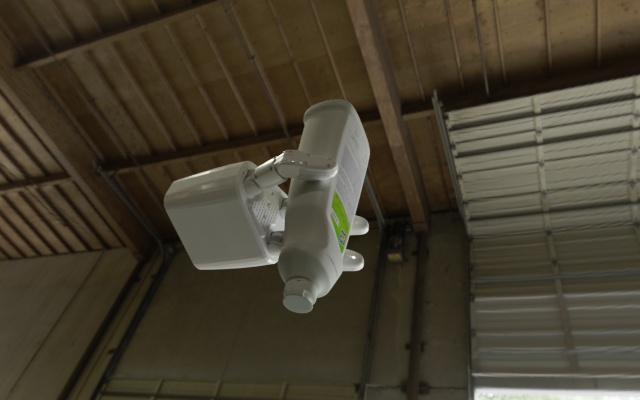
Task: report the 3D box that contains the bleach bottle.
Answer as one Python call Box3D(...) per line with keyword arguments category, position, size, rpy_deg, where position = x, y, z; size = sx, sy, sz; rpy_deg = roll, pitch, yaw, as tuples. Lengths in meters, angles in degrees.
Box3D(category="bleach bottle", position=(0.000, 0.002, 0.514), size=(0.068, 0.103, 0.250), rpy_deg=(-10, 40, 24))
